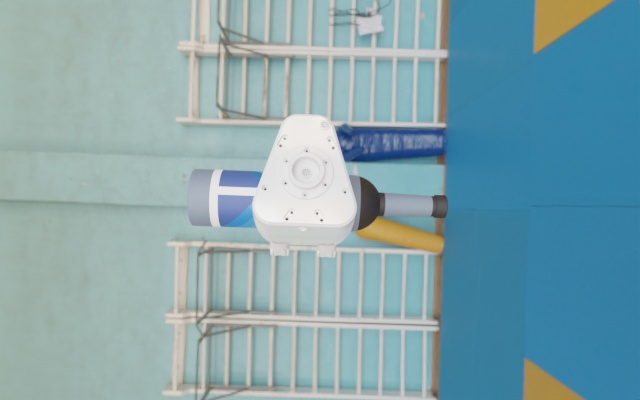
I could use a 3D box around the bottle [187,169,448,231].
[{"bbox_3d":[0.000,0.002,0.560,0.296,0.069,0.069,2,0,-2],"label":"bottle"}]
